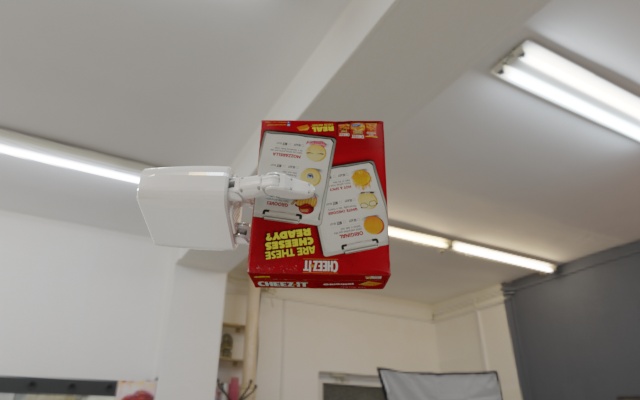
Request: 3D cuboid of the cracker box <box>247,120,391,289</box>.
[{"bbox_3d":[0.000,0.002,0.608,0.164,0.213,0.072,1,-27,1],"label":"cracker box"}]
